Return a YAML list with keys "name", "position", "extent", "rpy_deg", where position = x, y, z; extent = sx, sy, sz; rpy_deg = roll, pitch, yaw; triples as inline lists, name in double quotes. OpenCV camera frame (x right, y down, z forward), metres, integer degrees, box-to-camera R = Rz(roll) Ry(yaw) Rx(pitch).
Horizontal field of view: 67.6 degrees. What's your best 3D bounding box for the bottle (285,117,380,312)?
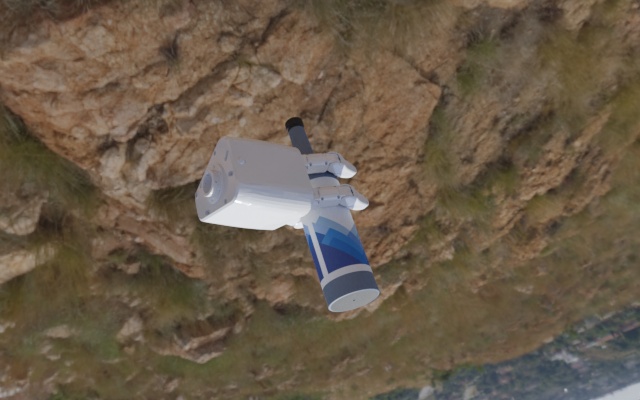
- name: "bottle"
  position: [0.000, 0.002, 0.658]
  extent: [0.069, 0.295, 0.069]
  rpy_deg: [-14, -30, -8]
